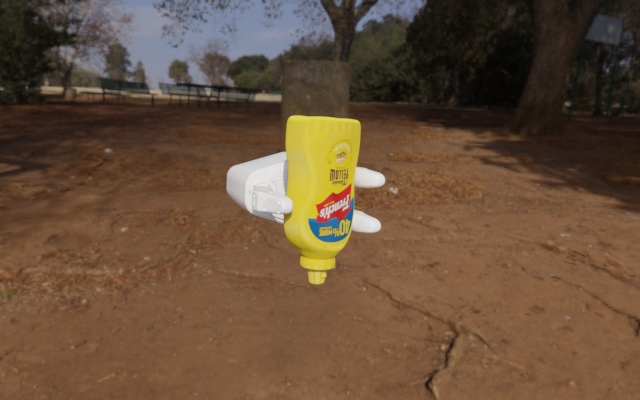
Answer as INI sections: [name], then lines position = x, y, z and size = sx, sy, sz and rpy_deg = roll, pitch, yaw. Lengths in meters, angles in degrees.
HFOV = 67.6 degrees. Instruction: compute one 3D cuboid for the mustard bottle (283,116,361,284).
[mustard bottle]
position = 0.000, 0.002, 0.547
size = 0.058, 0.191, 0.096
rpy_deg = 11, 11, 39
